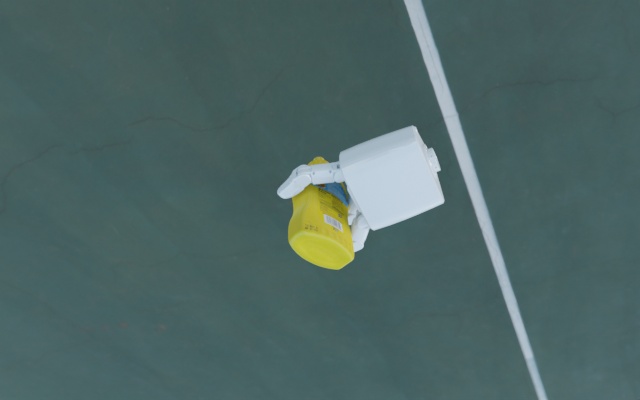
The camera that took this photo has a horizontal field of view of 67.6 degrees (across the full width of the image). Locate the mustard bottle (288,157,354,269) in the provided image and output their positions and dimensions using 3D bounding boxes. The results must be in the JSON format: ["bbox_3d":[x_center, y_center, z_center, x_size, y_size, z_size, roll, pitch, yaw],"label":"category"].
[{"bbox_3d":[0.000,0.003,0.697,0.096,0.191,0.058,30,-53,-27],"label":"mustard bottle"}]
